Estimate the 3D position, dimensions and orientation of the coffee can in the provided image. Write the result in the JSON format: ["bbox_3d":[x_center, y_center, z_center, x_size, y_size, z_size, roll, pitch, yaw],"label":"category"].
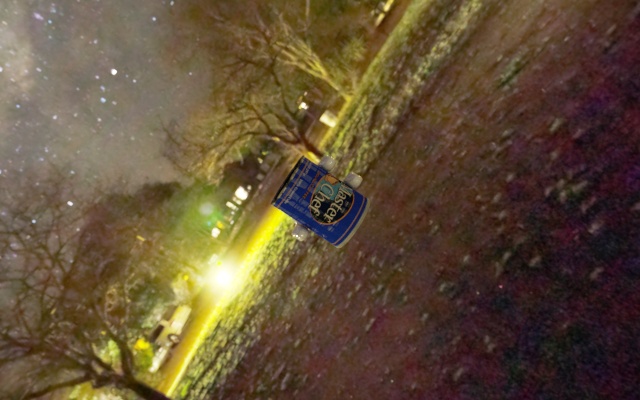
[{"bbox_3d":[0.000,0.003,0.825,0.140,0.103,0.103,33,-6,-8],"label":"coffee can"}]
